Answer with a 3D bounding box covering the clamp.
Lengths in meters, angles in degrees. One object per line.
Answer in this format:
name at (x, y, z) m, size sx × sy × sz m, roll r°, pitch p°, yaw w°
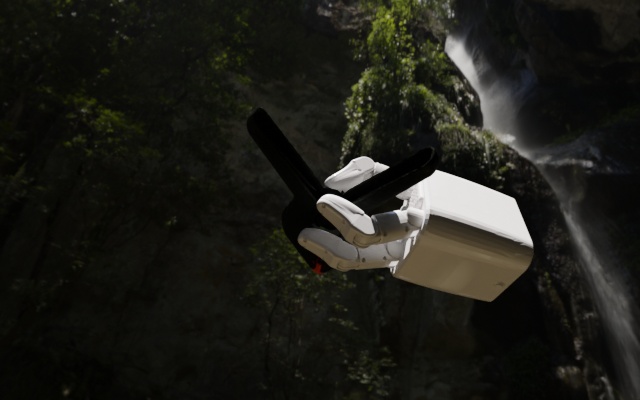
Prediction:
clamp at (0.000, 0.001, 0.468) m, size 0.164 × 0.036 × 0.210 m, roll 19°, pitch -40°, yaw 0°
